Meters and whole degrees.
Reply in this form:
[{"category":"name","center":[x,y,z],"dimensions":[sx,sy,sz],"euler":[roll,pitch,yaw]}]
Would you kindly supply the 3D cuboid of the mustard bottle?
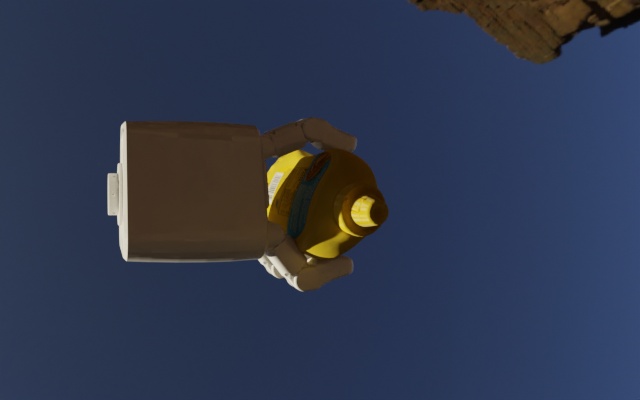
[{"category":"mustard bottle","center":[0.000,0.001,0.426],"dimensions":[0.058,0.096,0.191],"euler":[26,-7,-24]}]
